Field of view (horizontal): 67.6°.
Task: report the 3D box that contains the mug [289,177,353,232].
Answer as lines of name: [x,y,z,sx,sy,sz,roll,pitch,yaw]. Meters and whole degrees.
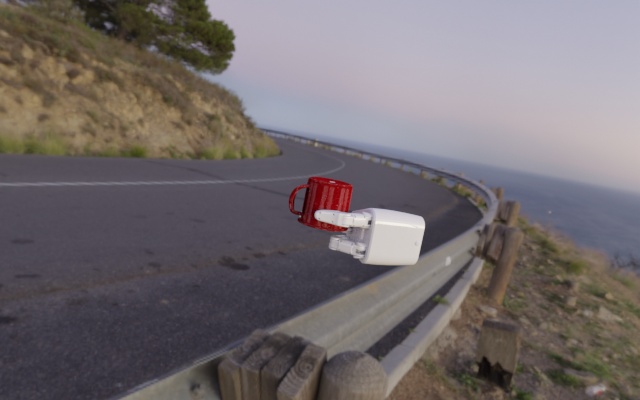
mug: [-0.001,0.002,0.848,0.117,0.081,0.093,8,9,-21]
